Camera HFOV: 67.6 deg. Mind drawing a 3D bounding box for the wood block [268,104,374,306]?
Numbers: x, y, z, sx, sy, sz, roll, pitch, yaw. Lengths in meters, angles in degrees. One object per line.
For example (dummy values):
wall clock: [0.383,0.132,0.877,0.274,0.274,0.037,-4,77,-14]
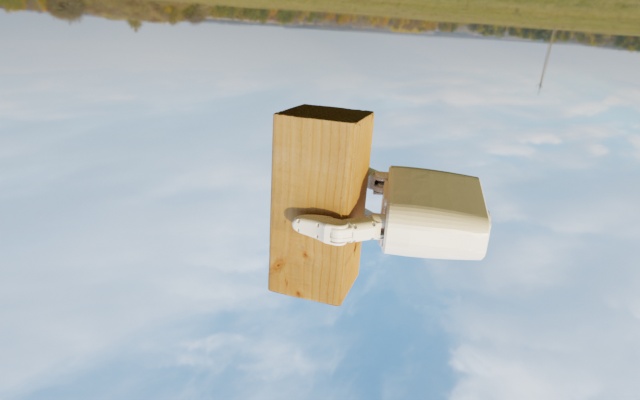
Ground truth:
wood block: [0.000,0.002,0.546,0.090,0.206,0.090,10,20,17]
